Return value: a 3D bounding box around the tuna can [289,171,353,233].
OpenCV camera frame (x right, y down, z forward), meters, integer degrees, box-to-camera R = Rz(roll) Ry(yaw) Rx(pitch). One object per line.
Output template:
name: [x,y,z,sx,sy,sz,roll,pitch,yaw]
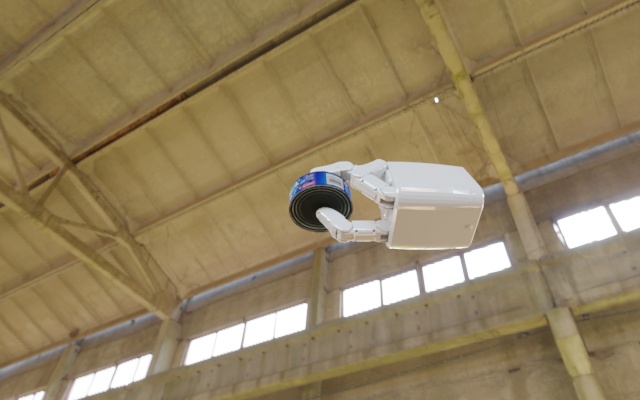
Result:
tuna can: [0.000,0.002,0.647,0.086,0.086,0.033,0,42,-3]
